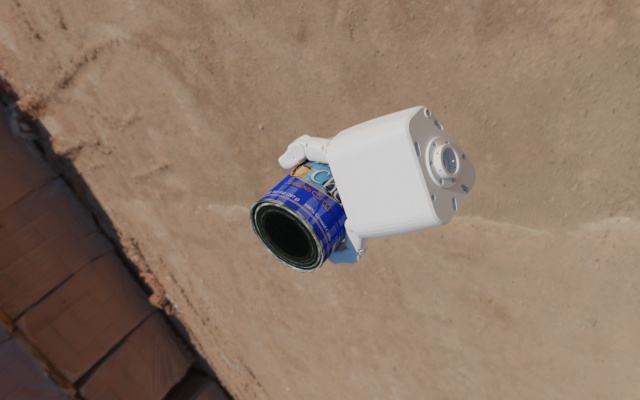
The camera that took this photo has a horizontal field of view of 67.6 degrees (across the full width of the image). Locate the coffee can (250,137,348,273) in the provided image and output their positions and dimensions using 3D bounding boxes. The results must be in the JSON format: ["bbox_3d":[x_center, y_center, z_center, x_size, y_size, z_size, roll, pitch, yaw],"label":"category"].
[{"bbox_3d":[0.000,0.002,0.569,0.103,0.103,0.140,0,35,43],"label":"coffee can"}]
